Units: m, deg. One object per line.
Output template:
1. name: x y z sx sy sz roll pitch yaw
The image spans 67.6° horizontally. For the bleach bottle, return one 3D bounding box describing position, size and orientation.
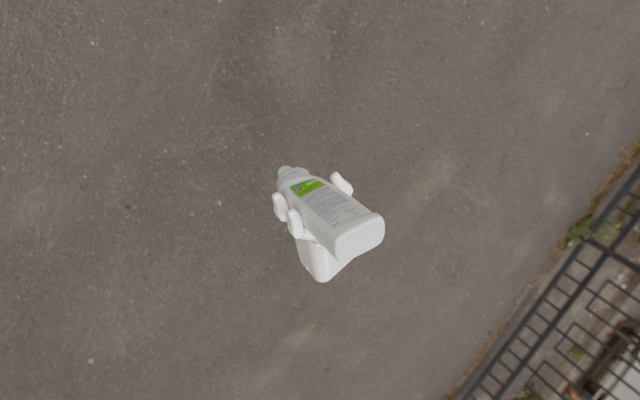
1. bleach bottle: 0.000 0.003 0.853 0.102 0.068 0.250 -24 42 -21
